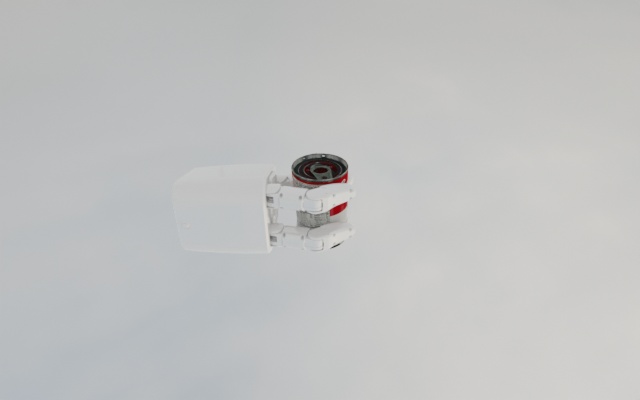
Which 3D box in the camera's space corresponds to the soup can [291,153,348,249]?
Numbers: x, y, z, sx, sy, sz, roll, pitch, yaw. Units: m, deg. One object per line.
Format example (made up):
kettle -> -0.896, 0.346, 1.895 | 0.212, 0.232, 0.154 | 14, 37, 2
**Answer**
soup can -> 0.001, 0.002, 0.593 | 0.068, 0.102, 0.068 | -1, 32, 1
